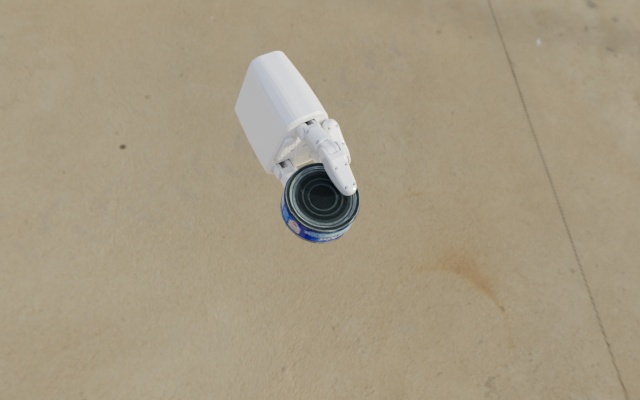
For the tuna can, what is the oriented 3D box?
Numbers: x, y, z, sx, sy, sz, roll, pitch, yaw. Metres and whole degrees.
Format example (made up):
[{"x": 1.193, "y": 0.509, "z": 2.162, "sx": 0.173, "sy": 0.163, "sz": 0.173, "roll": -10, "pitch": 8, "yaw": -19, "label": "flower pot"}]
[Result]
[{"x": 0.000, "y": 0.002, "z": 0.527, "sx": 0.086, "sy": 0.086, "sz": 0.034, "roll": 0, "pitch": -24, "yaw": -12, "label": "tuna can"}]
